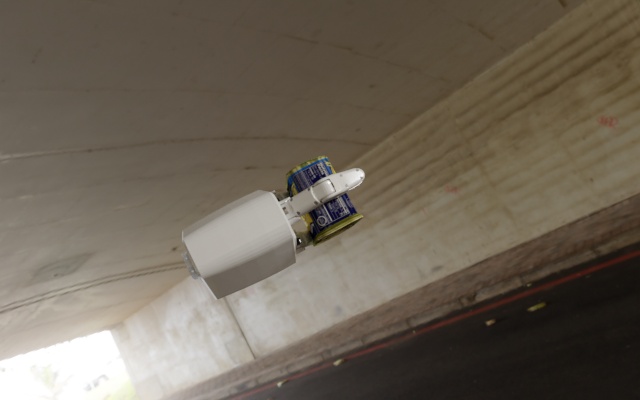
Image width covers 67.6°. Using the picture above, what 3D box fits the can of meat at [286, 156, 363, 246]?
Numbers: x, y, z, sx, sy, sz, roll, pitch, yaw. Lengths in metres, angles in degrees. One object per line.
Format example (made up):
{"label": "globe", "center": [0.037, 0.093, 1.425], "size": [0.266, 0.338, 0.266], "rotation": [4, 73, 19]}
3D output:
{"label": "can of meat", "center": [0.000, 0.002, 0.564], "size": [0.057, 0.084, 0.102], "rotation": [-27, -7, -9]}
